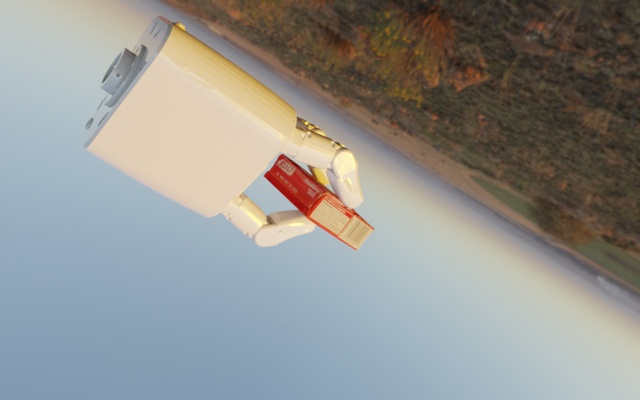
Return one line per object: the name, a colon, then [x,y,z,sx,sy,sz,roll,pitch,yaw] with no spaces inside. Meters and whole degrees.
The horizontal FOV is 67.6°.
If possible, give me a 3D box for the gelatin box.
gelatin box: [0.000,0.002,0.438,0.073,0.030,0.089,43,4,42]
